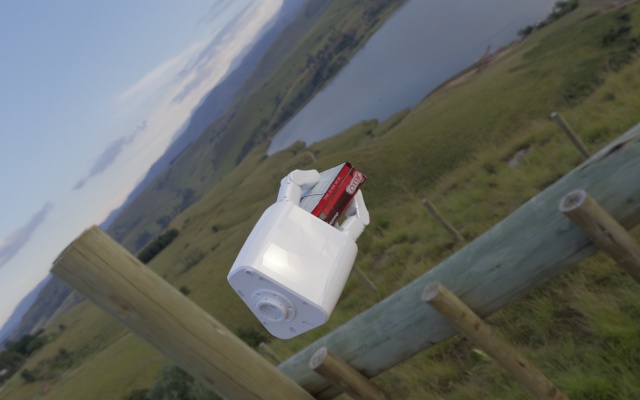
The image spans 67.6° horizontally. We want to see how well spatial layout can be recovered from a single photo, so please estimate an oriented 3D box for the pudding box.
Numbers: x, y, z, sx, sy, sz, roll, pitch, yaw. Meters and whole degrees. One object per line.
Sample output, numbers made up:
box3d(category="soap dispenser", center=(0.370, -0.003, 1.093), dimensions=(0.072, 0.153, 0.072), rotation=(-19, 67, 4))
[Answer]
box3d(category="pudding box", center=(0.000, 0.002, 0.616), dimensions=(0.039, 0.090, 0.113), rotation=(42, -21, -16))
